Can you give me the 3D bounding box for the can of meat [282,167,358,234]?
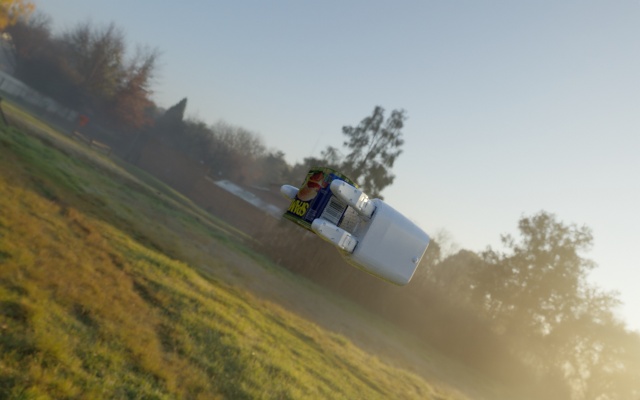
[{"bbox_3d":[0.000,0.002,0.661,0.057,0.084,0.102,31,-5,-21],"label":"can of meat"}]
